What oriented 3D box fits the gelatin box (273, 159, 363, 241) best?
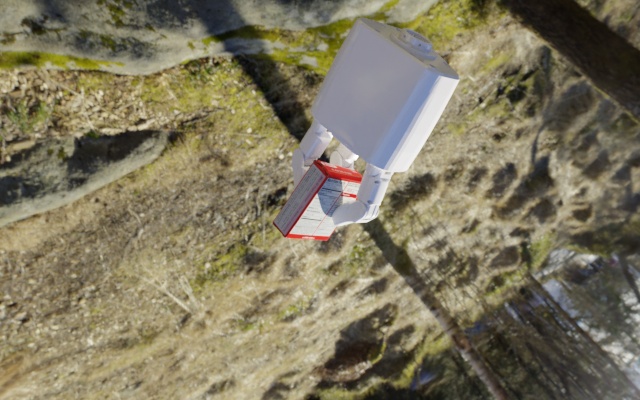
[{"bbox_3d":[0.000,0.002,0.525,0.073,0.089,0.030,8,32,-51],"label":"gelatin box"}]
